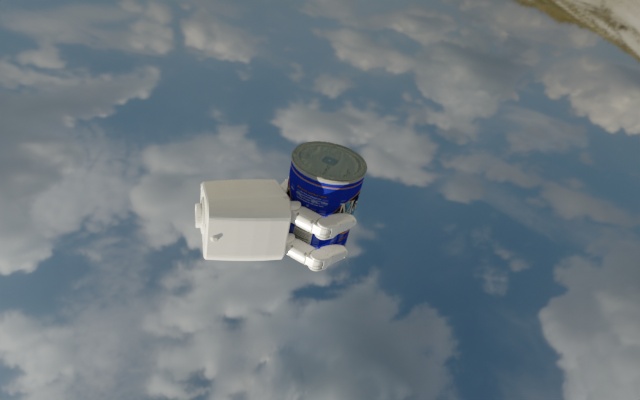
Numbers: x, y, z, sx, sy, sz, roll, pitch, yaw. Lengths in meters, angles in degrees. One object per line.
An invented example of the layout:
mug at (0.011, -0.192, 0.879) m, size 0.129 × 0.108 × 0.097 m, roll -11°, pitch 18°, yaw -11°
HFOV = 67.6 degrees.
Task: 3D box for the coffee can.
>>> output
coffee can at (0.000, 0.002, 0.674) m, size 0.103 × 0.140 × 0.102 m, roll 9°, pitch 34°, yaw -6°
